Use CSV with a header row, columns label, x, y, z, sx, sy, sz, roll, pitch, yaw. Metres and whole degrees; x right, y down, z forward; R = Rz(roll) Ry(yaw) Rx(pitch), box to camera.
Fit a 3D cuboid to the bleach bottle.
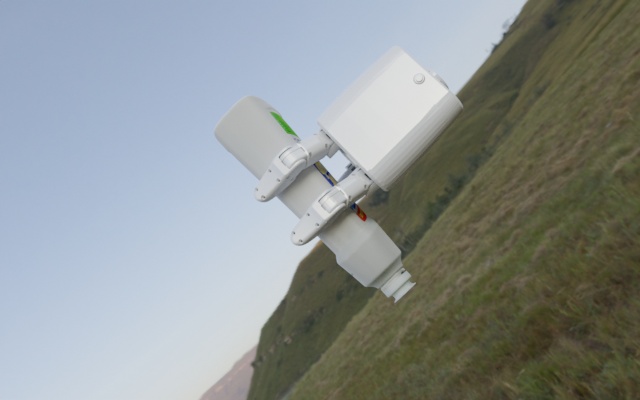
label,x,y,z,sx,sy,sz,roll,pitch,yaw
bleach bottle,0.000,0.002,0.497,0.068,0.251,0.102,-45,-13,7
